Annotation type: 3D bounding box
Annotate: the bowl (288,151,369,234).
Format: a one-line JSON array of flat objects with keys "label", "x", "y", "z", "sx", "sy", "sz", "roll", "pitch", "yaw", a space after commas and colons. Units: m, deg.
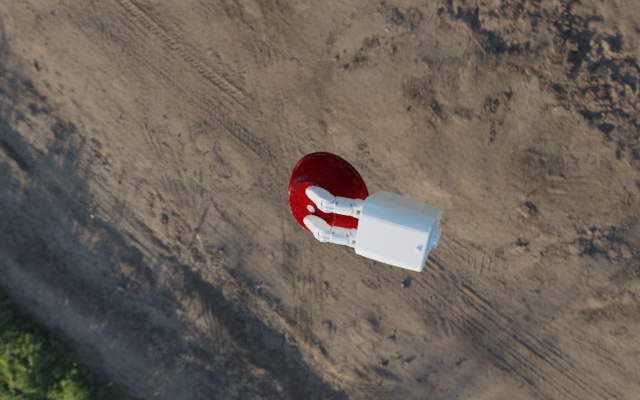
[{"label": "bowl", "x": -0.001, "y": 0.003, "z": 0.801, "sx": 0.162, "sy": 0.162, "sz": 0.055, "roll": 0, "pitch": 22, "yaw": 36}]
